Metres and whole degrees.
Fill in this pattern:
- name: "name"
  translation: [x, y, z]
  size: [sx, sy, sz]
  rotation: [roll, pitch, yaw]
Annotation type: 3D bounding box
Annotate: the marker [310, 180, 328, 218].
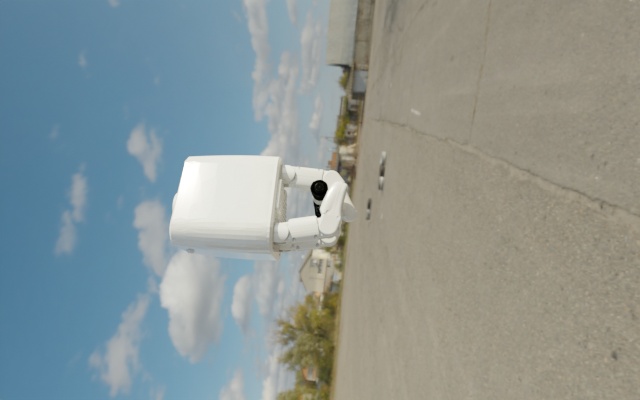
- name: "marker"
  translation: [0.000, 0.002, 0.548]
  size: [0.020, 0.020, 0.121]
  rotation: [0, -15, 2]
